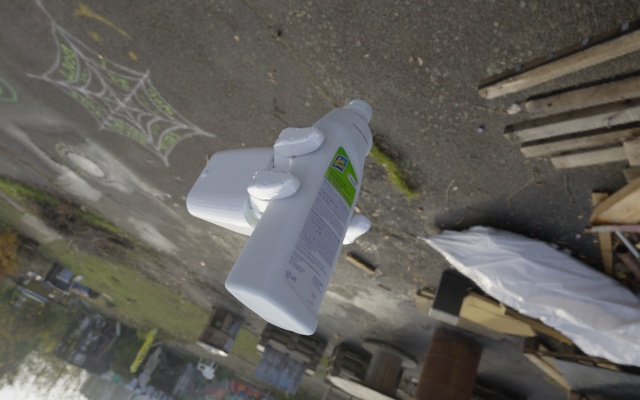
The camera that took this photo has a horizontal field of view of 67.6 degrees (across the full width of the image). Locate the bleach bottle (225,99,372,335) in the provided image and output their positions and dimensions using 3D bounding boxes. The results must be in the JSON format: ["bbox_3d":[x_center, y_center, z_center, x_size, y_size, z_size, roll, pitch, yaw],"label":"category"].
[{"bbox_3d":[0.000,0.002,0.497,0.068,0.250,0.103,6,-32,36],"label":"bleach bottle"}]
